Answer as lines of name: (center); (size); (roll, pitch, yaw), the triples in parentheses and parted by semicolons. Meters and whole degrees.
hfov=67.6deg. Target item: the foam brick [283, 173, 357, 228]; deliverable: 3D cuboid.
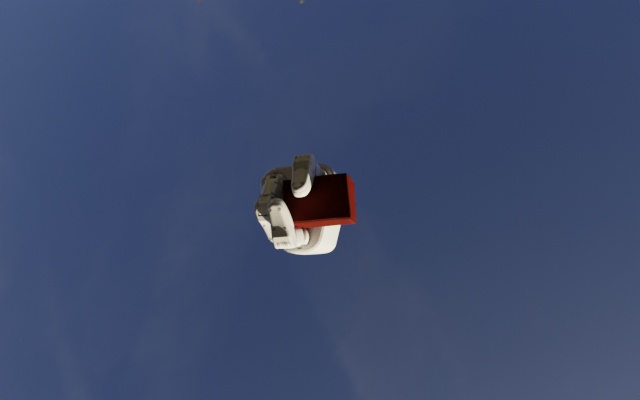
foam brick: (0.000, 0.002, 0.555); (0.078, 0.053, 0.051); (-5, -11, 14)
